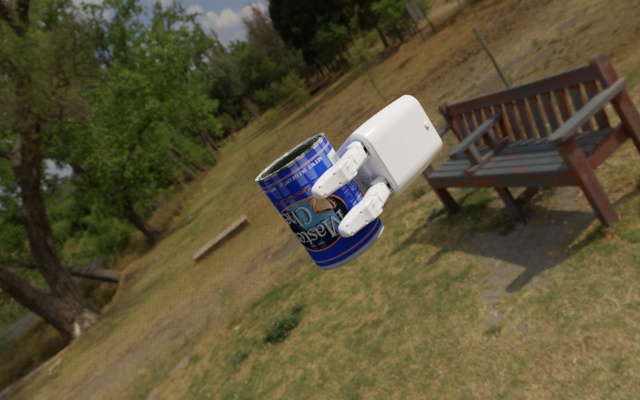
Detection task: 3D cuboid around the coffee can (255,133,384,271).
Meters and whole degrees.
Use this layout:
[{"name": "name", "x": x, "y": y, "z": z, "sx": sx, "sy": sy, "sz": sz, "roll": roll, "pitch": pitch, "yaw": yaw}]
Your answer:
[{"name": "coffee can", "x": 0.000, "y": 0.002, "z": 0.602, "sx": 0.103, "sy": 0.140, "sz": 0.102, "roll": -33, "pitch": 14, "yaw": 9}]
